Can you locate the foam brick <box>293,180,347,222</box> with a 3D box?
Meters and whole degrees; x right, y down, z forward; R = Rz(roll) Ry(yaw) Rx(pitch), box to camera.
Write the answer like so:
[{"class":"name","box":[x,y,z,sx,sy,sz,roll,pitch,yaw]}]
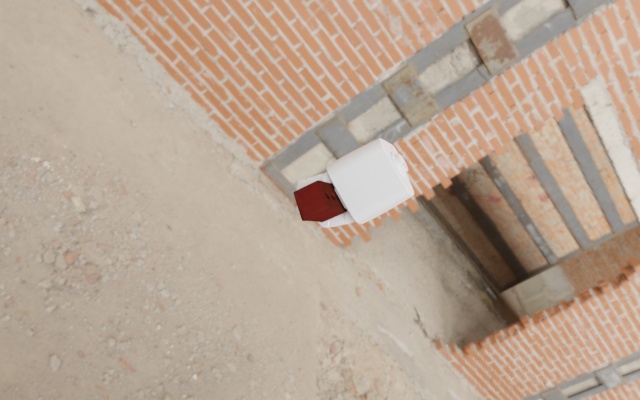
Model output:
[{"class":"foam brick","box":[0.000,0.003,0.796,0.051,0.053,0.078,-25,-13,22]}]
